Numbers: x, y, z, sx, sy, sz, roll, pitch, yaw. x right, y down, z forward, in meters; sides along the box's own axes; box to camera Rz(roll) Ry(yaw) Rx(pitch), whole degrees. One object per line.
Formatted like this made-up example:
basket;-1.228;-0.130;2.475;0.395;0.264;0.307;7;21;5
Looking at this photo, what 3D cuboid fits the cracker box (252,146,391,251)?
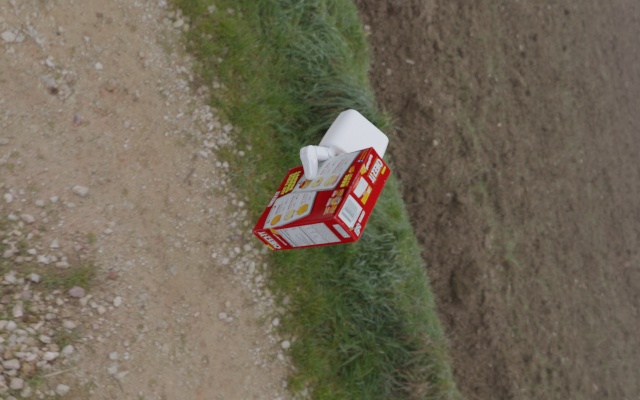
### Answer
cracker box;0.000;0.003;0.843;0.214;0.164;0.072;-12;-51;45
